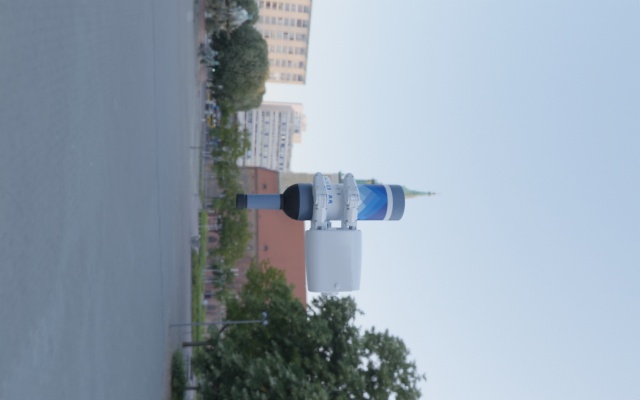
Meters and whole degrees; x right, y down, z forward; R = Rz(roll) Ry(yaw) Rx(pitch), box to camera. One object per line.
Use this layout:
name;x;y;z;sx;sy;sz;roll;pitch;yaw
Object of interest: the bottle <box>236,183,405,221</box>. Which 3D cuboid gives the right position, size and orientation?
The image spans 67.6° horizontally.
bottle;0.000;0.003;0.847;0.296;0.069;0.069;1;0;-13
